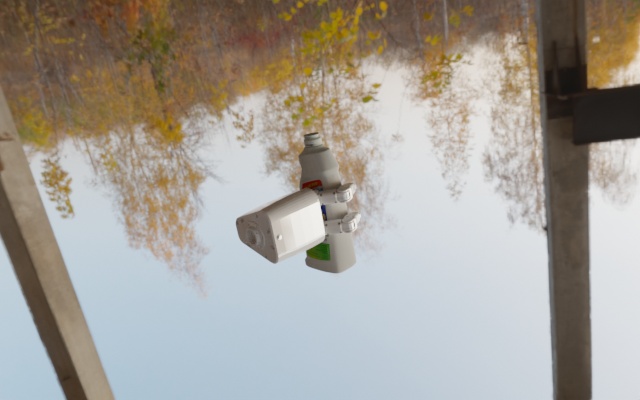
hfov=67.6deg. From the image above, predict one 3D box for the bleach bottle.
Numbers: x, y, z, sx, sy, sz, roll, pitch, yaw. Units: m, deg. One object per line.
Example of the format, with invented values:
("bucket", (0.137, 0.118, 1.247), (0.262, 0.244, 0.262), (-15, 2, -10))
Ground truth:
("bleach bottle", (0.000, 0.003, 0.864), (0.068, 0.251, 0.102), (-25, 22, -39))
